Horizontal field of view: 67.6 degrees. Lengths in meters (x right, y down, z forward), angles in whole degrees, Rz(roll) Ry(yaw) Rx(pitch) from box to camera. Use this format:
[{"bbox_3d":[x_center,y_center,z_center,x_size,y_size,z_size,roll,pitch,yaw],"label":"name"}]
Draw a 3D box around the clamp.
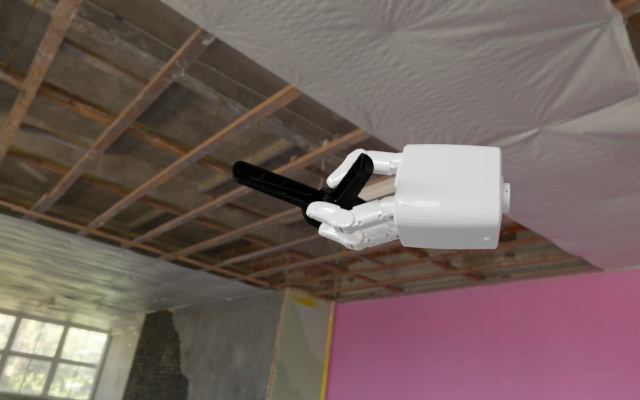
[{"bbox_3d":[0.001,0.001,0.579,0.164,0.036,0.210,3,-24,19],"label":"clamp"}]
